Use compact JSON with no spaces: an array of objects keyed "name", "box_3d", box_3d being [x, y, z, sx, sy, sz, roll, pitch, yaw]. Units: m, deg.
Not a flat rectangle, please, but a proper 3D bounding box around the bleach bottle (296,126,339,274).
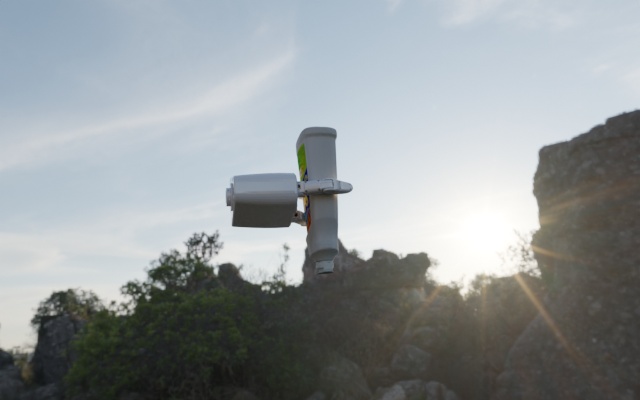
[{"name":"bleach bottle","box_3d":[0.000,0.003,0.852,0.068,0.250,0.102,-1,-16,-15]}]
